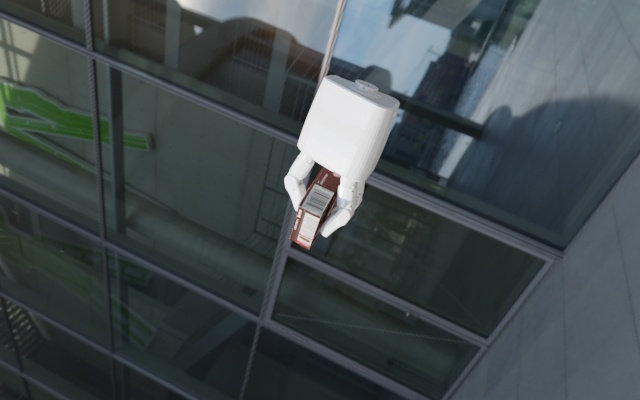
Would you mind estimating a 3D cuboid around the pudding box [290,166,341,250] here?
[{"bbox_3d":[0.000,0.002,0.700,0.039,0.113,0.090,27,-37,8],"label":"pudding box"}]
